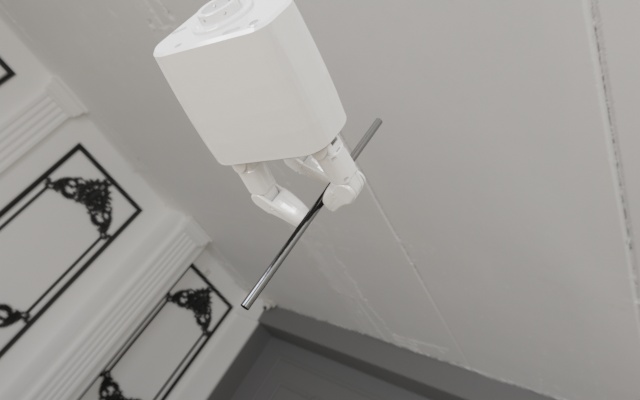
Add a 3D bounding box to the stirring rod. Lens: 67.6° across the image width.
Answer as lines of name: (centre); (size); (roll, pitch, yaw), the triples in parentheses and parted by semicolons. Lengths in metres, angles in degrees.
stirring rod: (0.000, 0.001, 0.445); (0.011, 0.239, 0.011); (26, -30, 17)
